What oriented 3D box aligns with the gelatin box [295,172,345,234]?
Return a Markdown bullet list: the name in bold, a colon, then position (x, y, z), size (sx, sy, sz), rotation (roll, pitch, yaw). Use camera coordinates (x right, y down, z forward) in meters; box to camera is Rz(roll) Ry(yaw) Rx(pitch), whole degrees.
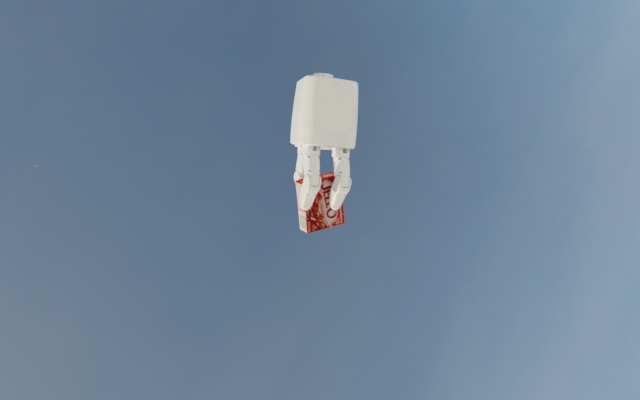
- **gelatin box**: position (0.000, 0.003, 0.790), size (0.073, 0.089, 0.030), rotation (-14, 20, -27)
